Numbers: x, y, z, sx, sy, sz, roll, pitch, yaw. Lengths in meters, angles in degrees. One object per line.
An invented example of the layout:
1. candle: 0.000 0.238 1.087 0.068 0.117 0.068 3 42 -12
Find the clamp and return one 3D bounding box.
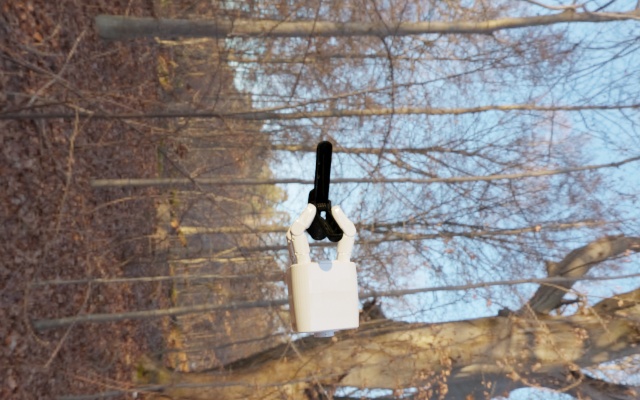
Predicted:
1. clamp: 0.001 0.003 0.815 0.036 0.164 0.210 -2 -13 -10
